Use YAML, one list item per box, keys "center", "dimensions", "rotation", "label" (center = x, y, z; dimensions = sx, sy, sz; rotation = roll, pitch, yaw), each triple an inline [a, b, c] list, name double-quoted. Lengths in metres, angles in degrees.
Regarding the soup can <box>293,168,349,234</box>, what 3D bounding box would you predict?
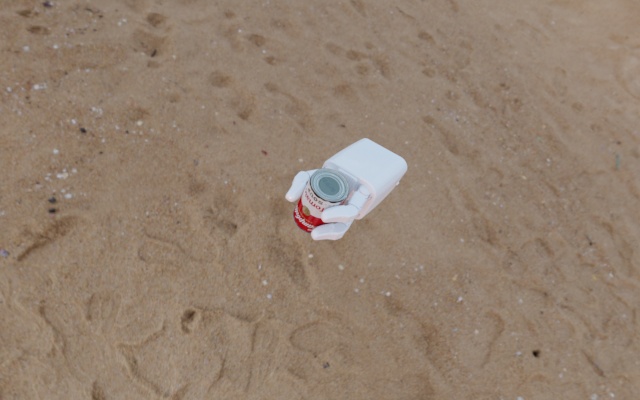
- center: [0.000, 0.003, 0.791]
  dimensions: [0.068, 0.068, 0.102]
  rotation: [0, -33, -21]
  label: "soup can"
